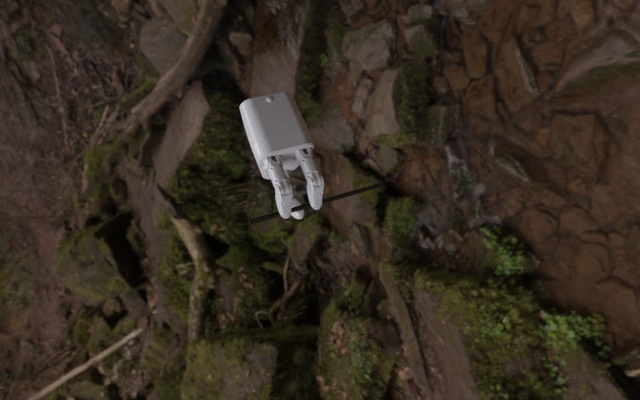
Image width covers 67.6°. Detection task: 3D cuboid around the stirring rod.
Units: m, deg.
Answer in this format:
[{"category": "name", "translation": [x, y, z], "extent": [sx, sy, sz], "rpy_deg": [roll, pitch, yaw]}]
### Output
[{"category": "stirring rod", "translation": [0.000, 0.003, 0.789], "extent": [0.239, 0.011, 0.011], "rpy_deg": [-16, 6, -21]}]
